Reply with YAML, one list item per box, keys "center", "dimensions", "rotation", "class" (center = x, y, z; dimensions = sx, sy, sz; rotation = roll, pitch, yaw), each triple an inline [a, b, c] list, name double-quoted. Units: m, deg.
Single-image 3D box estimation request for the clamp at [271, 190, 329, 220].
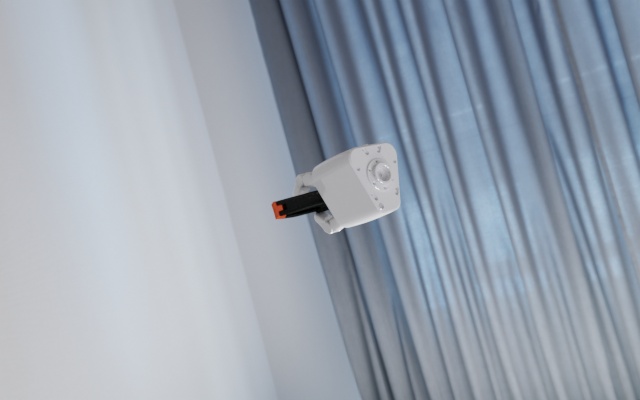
- center: [0.000, 0.004, 0.846]
  dimensions: [0.210, 0.036, 0.164]
  rotation: [-13, -9, -33]
  class: "clamp"
